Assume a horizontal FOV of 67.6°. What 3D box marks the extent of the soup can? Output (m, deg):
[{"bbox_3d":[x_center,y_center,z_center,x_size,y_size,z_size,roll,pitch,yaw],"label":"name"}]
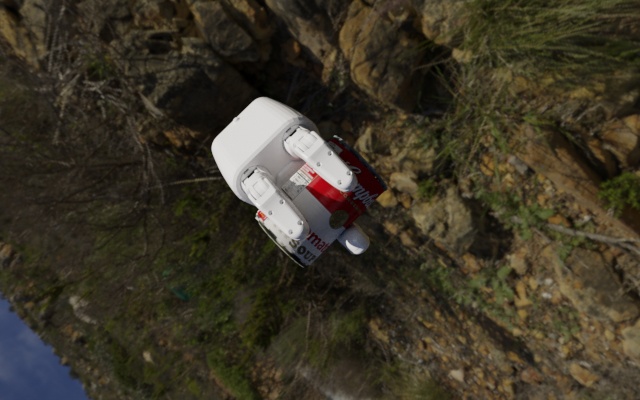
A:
[{"bbox_3d":[0.000,0.002,0.427,0.102,0.068,0.068,-45,-1,-1],"label":"soup can"}]
